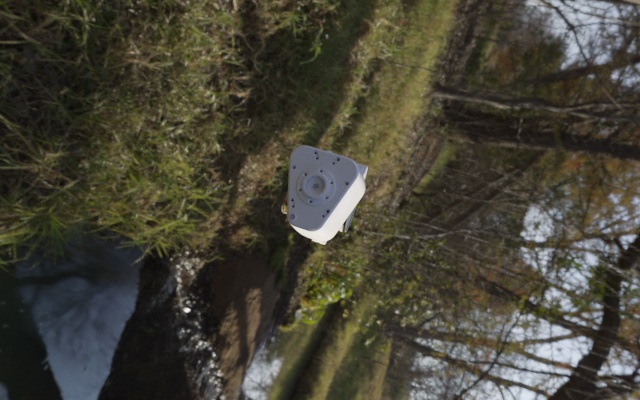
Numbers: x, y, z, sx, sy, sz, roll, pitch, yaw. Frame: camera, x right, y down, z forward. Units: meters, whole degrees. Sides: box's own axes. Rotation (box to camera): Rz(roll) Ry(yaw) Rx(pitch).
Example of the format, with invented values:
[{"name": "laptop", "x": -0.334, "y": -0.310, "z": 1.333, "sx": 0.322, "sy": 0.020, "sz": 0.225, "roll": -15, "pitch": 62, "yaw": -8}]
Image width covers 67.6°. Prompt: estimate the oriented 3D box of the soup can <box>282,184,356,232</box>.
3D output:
[{"name": "soup can", "x": 0.000, "y": 0.003, "z": 0.734, "sx": 0.102, "sy": 0.068, "sz": 0.068, "roll": 18, "pitch": 3, "yaw": 10}]
